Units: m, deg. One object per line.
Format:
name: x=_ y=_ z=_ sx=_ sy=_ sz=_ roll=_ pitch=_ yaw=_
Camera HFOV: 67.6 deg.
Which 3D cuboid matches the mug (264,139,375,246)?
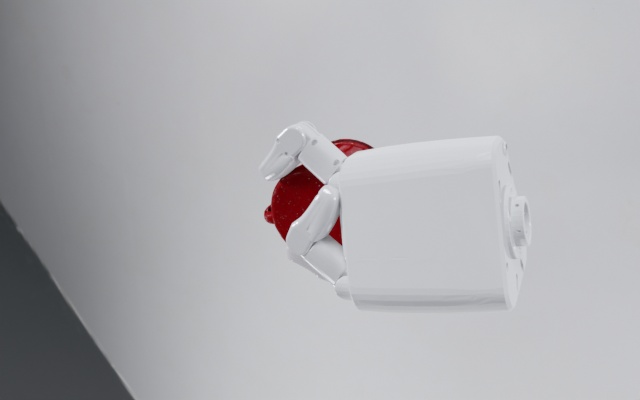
mug: x=-0.001 y=0.002 z=0.426 sx=0.117 sy=0.093 sz=0.081 roll=-7 pitch=16 yaw=31
